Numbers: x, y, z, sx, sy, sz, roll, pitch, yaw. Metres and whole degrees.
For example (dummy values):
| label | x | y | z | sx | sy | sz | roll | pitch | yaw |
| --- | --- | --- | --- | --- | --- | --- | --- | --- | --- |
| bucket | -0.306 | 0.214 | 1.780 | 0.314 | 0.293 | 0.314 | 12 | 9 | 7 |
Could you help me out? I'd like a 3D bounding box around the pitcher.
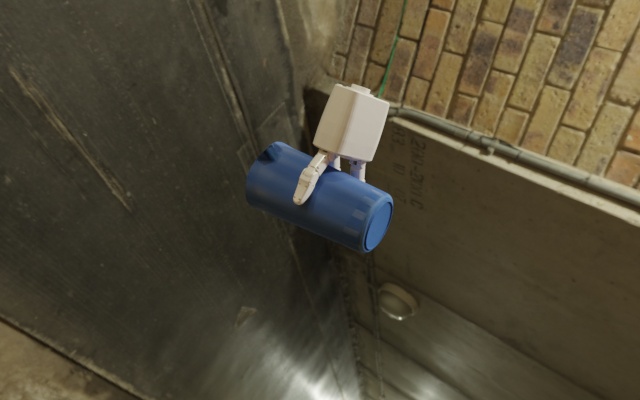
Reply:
| label | x | y | z | sx | sy | sz | roll | pitch | yaw |
| --- | --- | --- | --- | --- | --- | --- | --- | --- | --- |
| pitcher | 0.000 | 0.003 | 0.844 | 0.243 | 0.145 | 0.149 | 25 | 13 | 26 |
